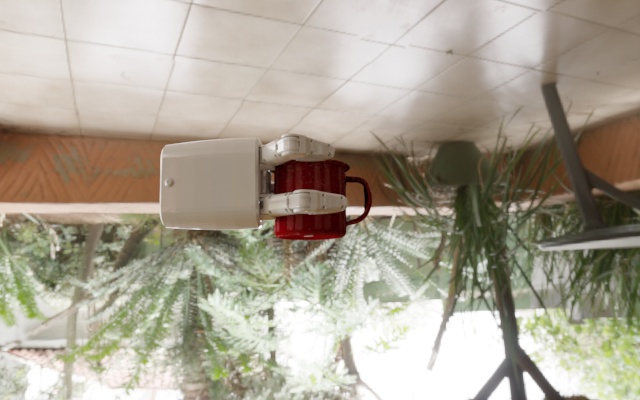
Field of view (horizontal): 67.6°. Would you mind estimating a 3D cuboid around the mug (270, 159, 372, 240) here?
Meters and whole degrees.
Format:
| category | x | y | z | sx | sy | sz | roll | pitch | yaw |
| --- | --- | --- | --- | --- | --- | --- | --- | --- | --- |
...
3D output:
| category | x | y | z | sx | sy | sz | roll | pitch | yaw |
| --- | --- | --- | --- | --- | --- | --- | --- | --- | --- |
| mug | 0.002 | 0.002 | 0.545 | 0.117 | 0.081 | 0.093 | -2 | -9 | 2 |
